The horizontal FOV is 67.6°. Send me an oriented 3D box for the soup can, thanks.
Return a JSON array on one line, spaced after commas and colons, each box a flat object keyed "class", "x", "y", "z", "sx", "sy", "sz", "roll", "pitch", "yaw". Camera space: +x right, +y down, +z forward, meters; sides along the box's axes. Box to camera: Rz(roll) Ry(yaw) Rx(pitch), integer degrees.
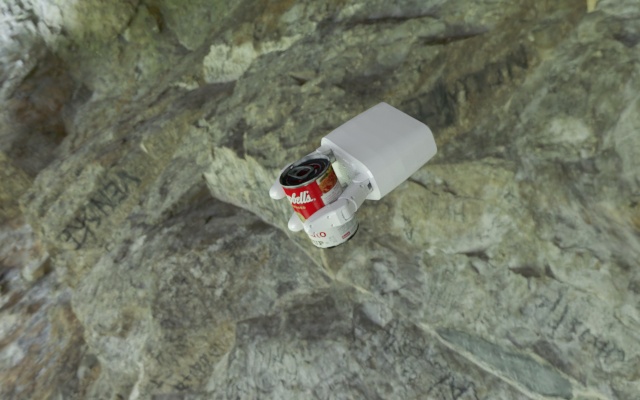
[{"class": "soup can", "x": 0.000, "y": 0.003, "z": 0.600, "sx": 0.068, "sy": 0.102, "sz": 0.068, "roll": -20, "pitch": 30, "yaw": 12}]
